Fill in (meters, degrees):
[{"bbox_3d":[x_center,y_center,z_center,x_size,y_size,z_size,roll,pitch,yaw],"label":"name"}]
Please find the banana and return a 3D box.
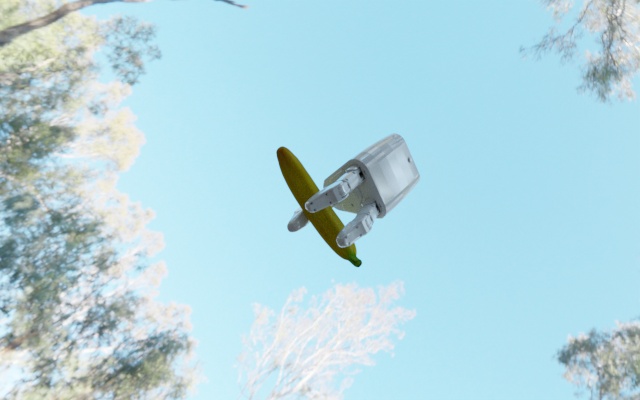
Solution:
[{"bbox_3d":[-0.002,0.010,0.679,0.037,0.198,0.070,-34,-6,-18],"label":"banana"}]
